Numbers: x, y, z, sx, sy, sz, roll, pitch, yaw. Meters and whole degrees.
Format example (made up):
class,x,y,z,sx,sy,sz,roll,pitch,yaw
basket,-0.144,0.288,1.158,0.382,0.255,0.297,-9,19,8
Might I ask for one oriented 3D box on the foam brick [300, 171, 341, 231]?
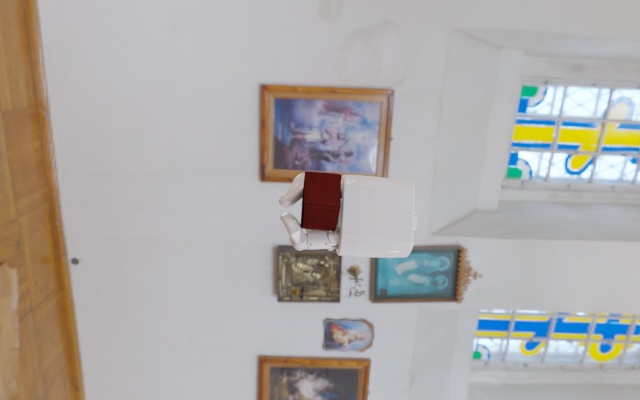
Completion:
class,x,y,z,sx,sy,sz,roll,pitch,yaw
foam brick,0.000,0.002,0.665,0.051,0.053,0.078,5,-28,-2
